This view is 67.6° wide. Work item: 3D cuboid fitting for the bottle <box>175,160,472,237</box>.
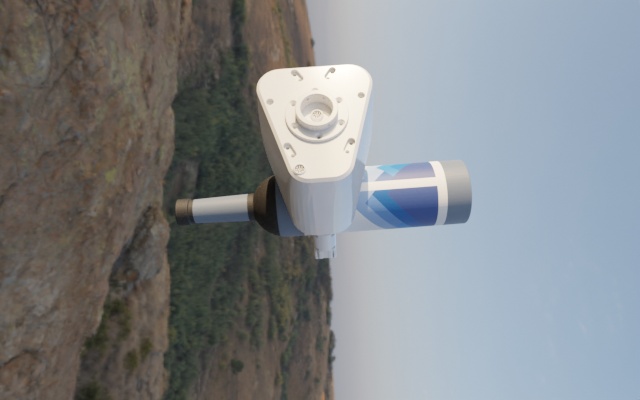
[{"bbox_3d":[0.000,0.002,0.495,0.296,0.069,0.069,-4,0,-1],"label":"bottle"}]
